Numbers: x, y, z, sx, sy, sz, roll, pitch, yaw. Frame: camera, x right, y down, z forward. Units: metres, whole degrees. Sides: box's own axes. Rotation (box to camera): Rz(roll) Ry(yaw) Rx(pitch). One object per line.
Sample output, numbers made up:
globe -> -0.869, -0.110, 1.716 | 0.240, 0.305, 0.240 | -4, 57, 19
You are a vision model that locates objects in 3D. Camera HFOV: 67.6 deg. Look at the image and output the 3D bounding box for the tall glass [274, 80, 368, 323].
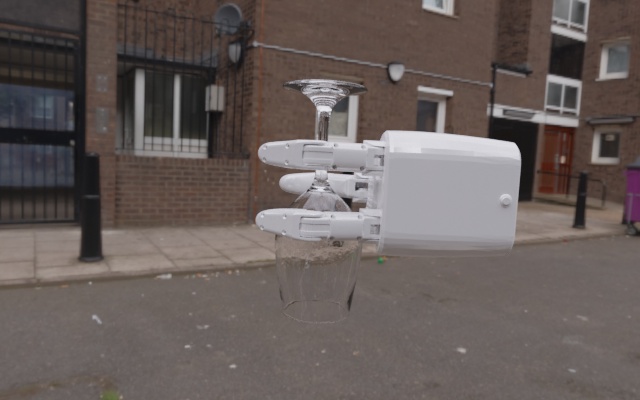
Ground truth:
tall glass -> 0.000, 0.001, 0.422 | 0.079, 0.201, 0.079 | 3, 5, 0
